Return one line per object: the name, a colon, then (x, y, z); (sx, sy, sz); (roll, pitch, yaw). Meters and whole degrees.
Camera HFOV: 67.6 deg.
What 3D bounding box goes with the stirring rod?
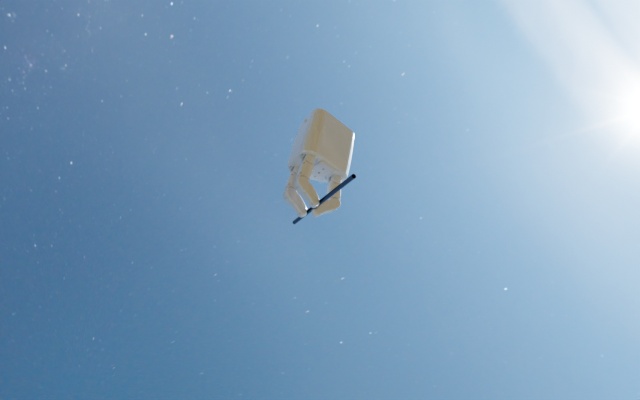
stirring rod: (0.000, 0.003, 0.848); (0.011, 0.011, 0.240); (0, -20, -27)
